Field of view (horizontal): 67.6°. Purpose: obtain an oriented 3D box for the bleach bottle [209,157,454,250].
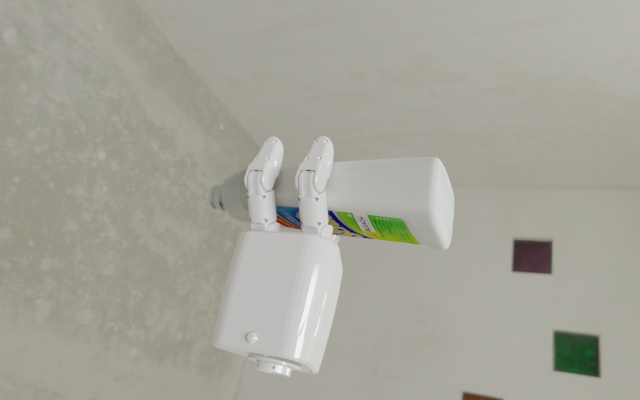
[{"bbox_3d":[0.000,0.002,0.487,0.251,0.068,0.103,1,-25,25],"label":"bleach bottle"}]
